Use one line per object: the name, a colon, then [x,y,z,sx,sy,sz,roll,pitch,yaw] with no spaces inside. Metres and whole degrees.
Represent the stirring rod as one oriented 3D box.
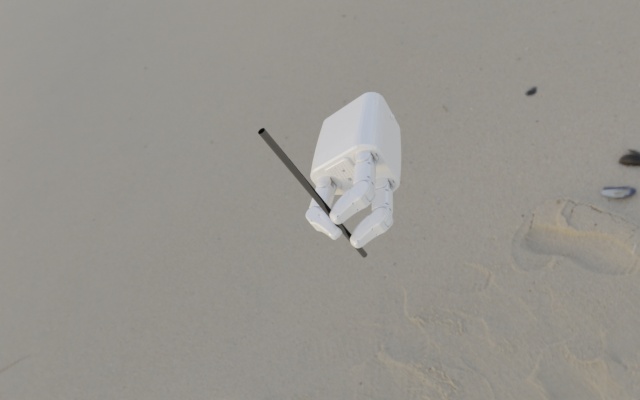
stirring rod: [0.000,0.002,0.545,0.011,0.011,0.240,0,-35,36]
